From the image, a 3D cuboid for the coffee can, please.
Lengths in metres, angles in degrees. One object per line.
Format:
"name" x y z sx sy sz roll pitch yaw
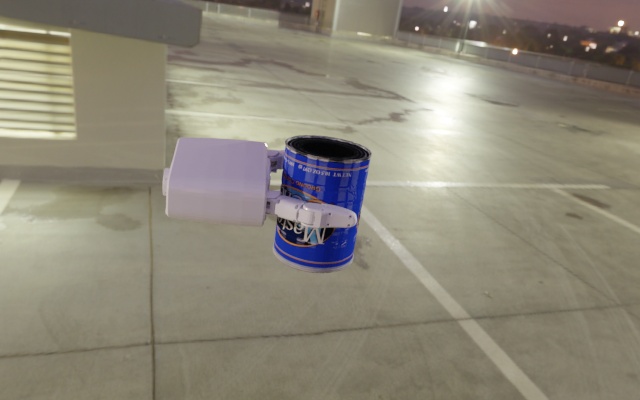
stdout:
"coffee can" 0.000 0.002 0.580 0.103 0.140 0.102 7 21 -3
